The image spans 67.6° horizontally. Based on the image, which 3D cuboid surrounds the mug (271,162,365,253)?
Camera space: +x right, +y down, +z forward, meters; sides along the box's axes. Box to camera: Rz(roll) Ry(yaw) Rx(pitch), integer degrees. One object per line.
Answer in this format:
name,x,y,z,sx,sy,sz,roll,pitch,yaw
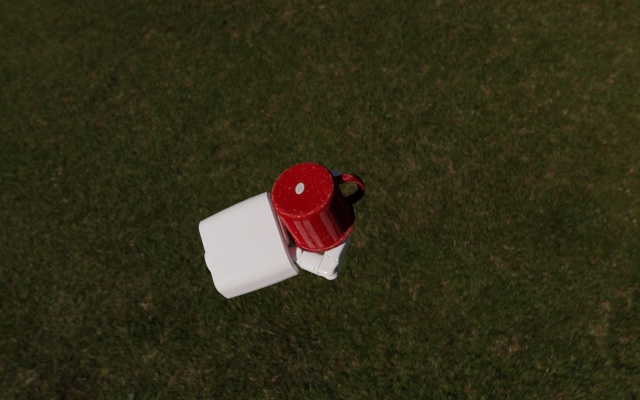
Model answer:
mug,0.001,0.001,0.594,0.117,0.093,0.081,-23,-36,4
